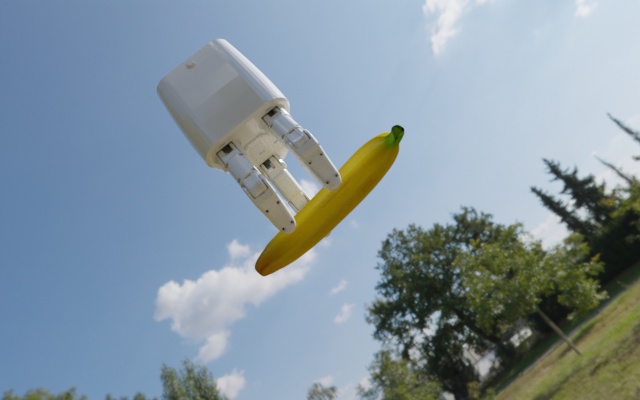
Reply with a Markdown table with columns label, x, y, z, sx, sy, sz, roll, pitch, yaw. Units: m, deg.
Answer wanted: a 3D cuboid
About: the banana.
| label | x | y | z | sx | sy | sz | roll | pitch | yaw |
| --- | --- | --- | --- | --- | --- | --- | --- | --- | --- |
| banana | 0.011 | -0.001 | 0.462 | 0.198 | 0.037 | 0.069 | -47 | -19 | 18 |
